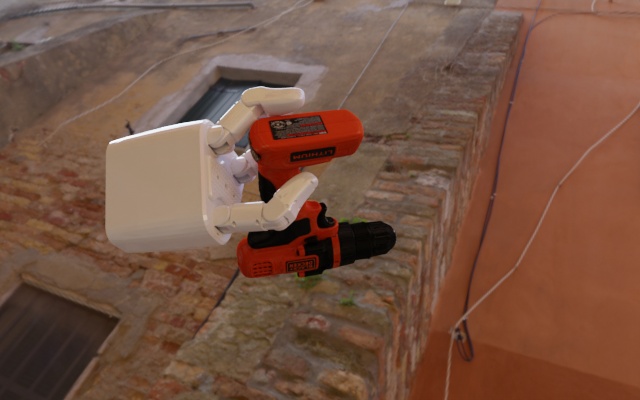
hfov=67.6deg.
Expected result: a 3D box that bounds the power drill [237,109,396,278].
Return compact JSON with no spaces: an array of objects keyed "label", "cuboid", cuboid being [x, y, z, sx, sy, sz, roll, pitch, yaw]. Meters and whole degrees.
[{"label":"power drill","cuboid":[0.000,0.001,0.498,0.184,0.188,0.057,-9,39,-13]}]
